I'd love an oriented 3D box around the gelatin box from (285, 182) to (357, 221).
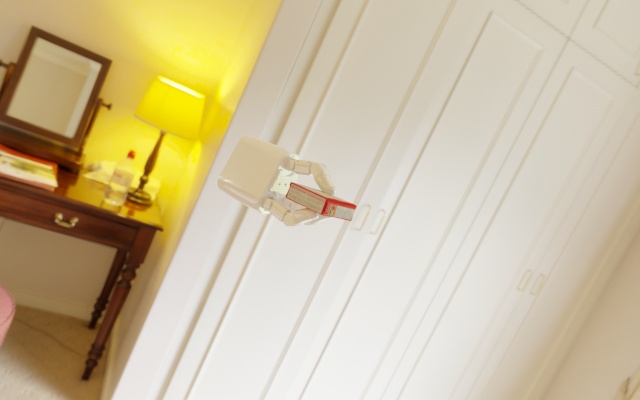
[{"bbox_3d":[0.001,0.002,0.752,0.089,0.030,0.073,24,7,42],"label":"gelatin box"}]
